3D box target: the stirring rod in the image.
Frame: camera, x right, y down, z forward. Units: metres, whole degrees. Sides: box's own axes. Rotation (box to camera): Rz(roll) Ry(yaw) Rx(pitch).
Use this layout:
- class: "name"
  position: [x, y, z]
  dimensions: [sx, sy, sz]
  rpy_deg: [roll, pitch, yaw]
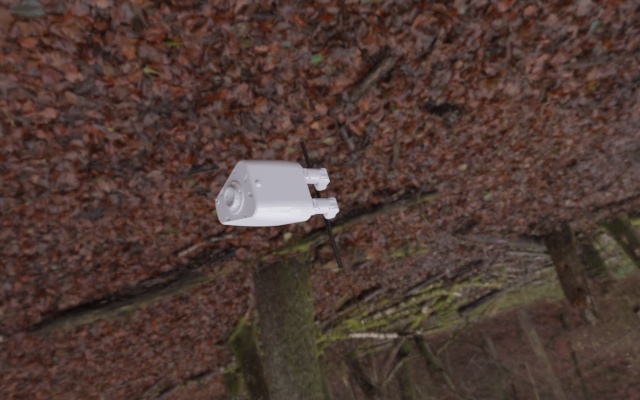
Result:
- class: "stirring rod"
  position: [0.000, 0.003, 0.833]
  dimensions: [0.011, 0.239, 0.011]
  rpy_deg: [-16, -18, -5]
